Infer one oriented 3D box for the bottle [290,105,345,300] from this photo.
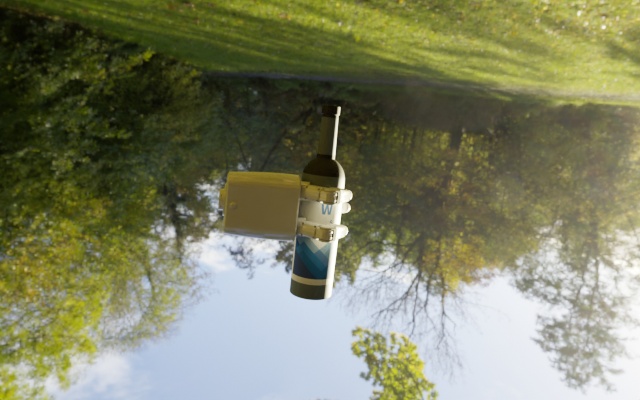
[{"bbox_3d":[0.000,0.003,0.739,0.069,0.296,0.069,6,8,-1],"label":"bottle"}]
